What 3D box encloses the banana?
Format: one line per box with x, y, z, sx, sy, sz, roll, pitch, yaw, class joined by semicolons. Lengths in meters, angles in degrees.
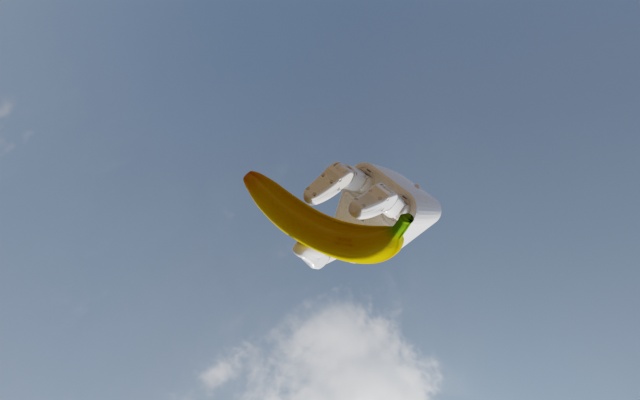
0.003;0.020;0.460;0.198;0.070;0.037;15;26;35;banana
